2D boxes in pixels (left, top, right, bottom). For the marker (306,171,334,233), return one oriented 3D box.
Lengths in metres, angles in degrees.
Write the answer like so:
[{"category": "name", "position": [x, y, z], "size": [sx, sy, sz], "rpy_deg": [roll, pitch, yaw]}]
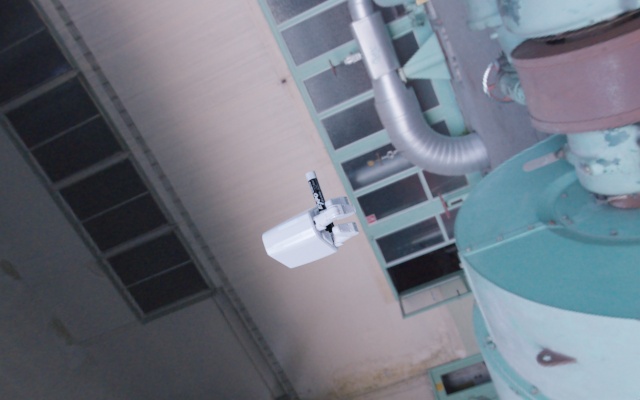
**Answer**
[{"category": "marker", "position": [0.000, 0.003, 0.881], "size": [0.020, 0.121, 0.020], "rpy_deg": [-19, -15, -5]}]
